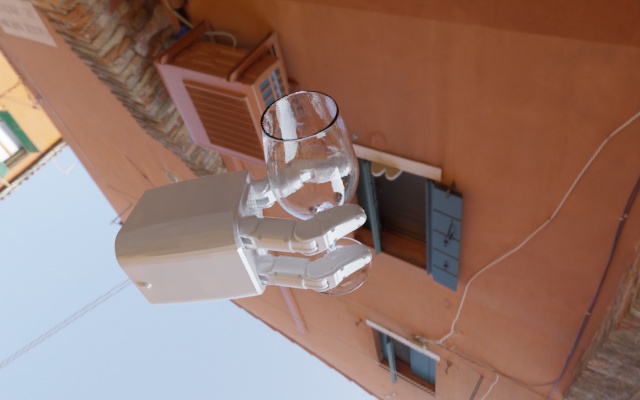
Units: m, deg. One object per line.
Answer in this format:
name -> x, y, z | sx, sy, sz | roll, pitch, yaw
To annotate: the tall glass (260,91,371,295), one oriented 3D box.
tall glass -> 0.000, 0.002, 0.436 | 0.079, 0.079, 0.201 | 0, -43, 13
